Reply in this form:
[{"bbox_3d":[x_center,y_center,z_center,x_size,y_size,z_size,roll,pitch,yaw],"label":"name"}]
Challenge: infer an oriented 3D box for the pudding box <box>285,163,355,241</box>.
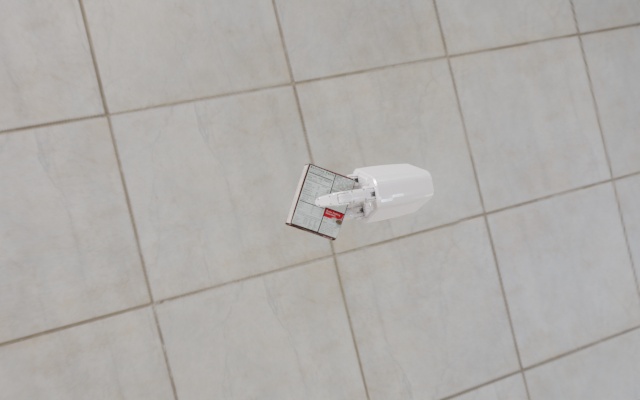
[{"bbox_3d":[0.000,0.003,0.822,0.090,0.113,0.039,20,-8,-13],"label":"pudding box"}]
